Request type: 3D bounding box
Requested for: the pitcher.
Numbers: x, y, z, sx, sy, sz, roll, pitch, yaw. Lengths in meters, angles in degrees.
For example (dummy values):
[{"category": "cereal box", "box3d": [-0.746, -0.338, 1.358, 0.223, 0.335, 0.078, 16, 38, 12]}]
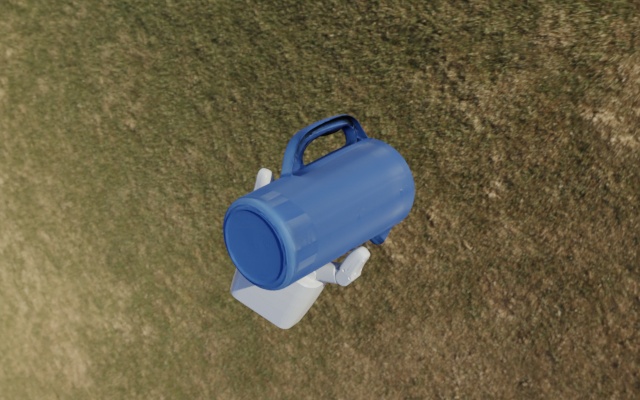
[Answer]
[{"category": "pitcher", "box3d": [0.000, 0.002, 0.586, 0.149, 0.145, 0.242, 43, 40, 18]}]
